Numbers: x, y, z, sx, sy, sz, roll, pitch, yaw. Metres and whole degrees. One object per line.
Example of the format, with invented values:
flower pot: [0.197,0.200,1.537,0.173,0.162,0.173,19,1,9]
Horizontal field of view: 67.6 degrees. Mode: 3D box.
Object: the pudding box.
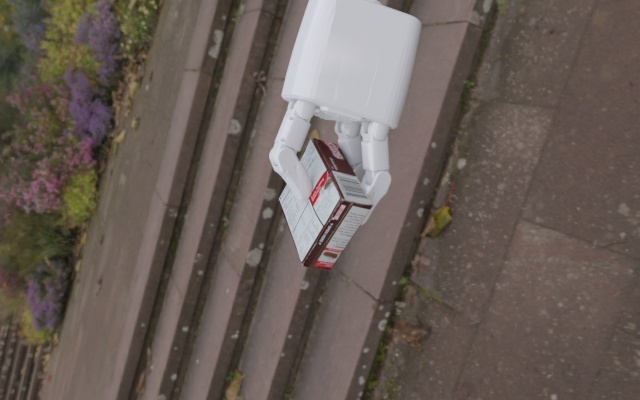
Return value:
pudding box: [0.000,0.002,0.497,0.039,0.090,0.113,14,32,-28]
